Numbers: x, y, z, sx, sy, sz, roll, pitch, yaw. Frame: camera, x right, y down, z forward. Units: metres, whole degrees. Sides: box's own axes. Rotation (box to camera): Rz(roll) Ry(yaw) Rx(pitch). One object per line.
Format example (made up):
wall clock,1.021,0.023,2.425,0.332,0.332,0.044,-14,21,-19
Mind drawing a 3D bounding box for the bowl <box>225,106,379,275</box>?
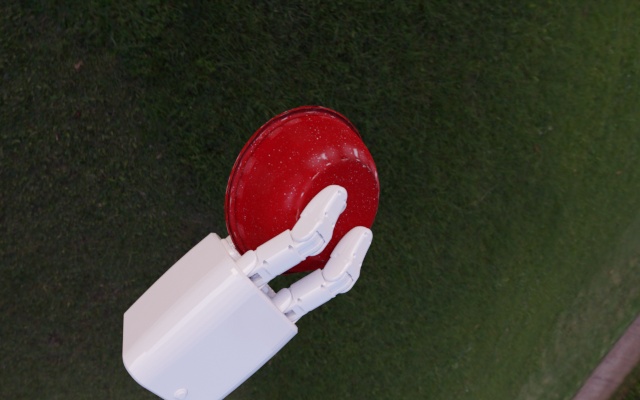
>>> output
bowl,0.001,0.000,0.423,0.162,0.162,0.055,0,17,-40
